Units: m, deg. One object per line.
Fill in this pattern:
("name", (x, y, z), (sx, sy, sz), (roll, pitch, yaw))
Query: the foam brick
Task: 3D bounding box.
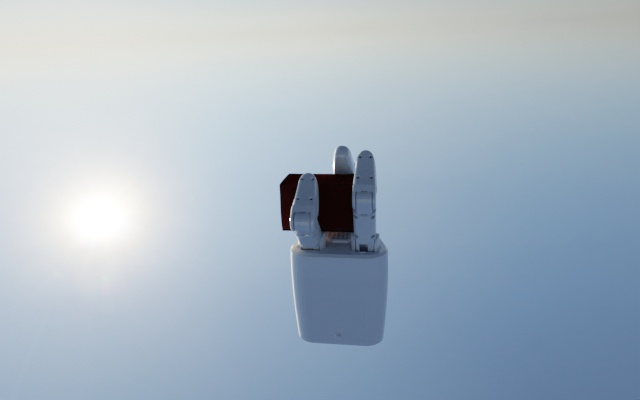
("foam brick", (0.000, 0.002, 0.501), (0.078, 0.051, 0.053), (1, 15, 9))
